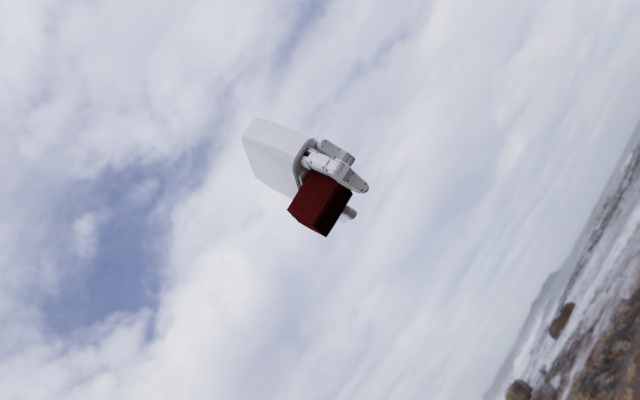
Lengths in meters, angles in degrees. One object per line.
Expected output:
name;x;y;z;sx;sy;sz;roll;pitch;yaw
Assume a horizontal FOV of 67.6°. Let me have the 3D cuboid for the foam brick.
foam brick;0.000;0.002;0.667;0.051;0.078;0.053;26;-13;28
